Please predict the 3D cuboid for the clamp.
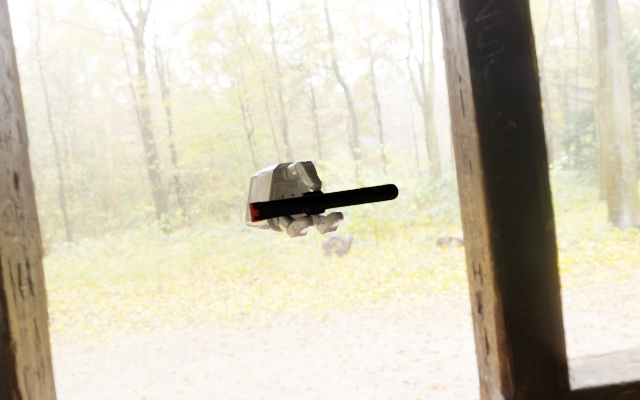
[{"bbox_3d":[-0.001,0.002,0.712,0.210,0.036,0.164,-8,-1,-31],"label":"clamp"}]
